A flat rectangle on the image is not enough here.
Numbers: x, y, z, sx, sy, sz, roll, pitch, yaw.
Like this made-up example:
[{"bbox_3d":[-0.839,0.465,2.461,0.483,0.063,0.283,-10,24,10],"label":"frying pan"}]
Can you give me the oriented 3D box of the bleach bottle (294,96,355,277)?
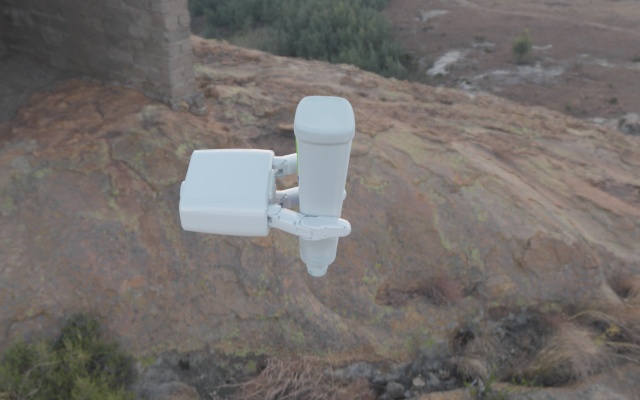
[{"bbox_3d":[0.000,0.002,0.609,0.068,0.251,0.102,3,35,0],"label":"bleach bottle"}]
